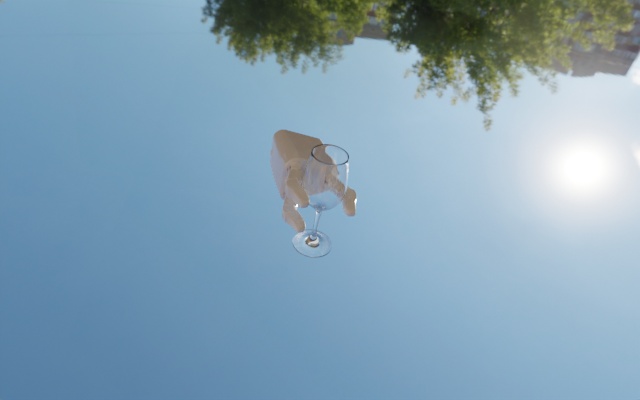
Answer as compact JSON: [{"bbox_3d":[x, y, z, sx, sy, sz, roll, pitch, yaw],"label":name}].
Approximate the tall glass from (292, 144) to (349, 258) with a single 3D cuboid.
[{"bbox_3d":[0.000,0.003,0.827,0.079,0.201,0.079,7,38,-6],"label":"tall glass"}]
